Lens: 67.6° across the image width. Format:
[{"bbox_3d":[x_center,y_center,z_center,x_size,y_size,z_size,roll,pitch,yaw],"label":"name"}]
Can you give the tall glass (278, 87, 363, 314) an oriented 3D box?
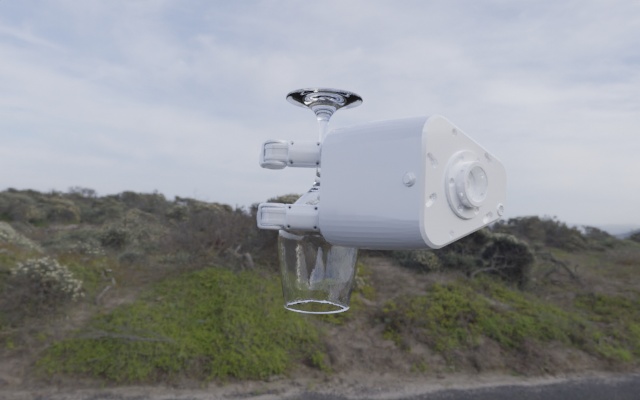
[{"bbox_3d":[0.000,0.001,0.454,0.079,0.201,0.079,2,-3,0],"label":"tall glass"}]
